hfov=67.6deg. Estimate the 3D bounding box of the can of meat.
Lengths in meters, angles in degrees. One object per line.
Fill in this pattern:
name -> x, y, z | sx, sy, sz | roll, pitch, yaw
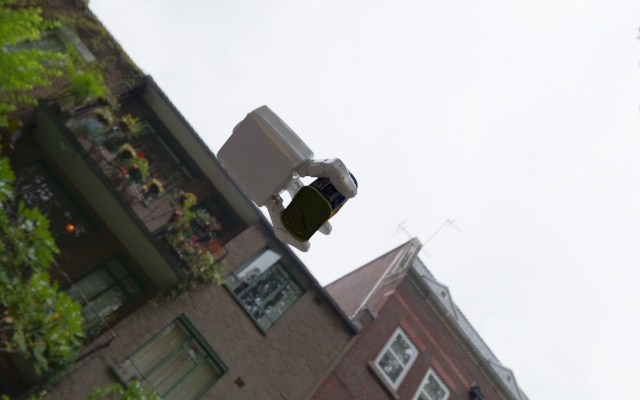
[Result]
can of meat -> 0.000, 0.002, 0.701 | 0.084, 0.057, 0.102 | -39, -8, -44
